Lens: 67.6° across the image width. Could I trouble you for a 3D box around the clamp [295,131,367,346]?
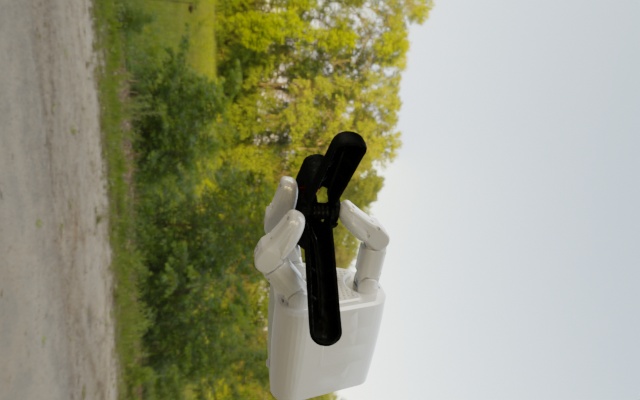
[{"bbox_3d":[0.001,0.001,0.430,0.036,0.165,0.210,5,21,-11],"label":"clamp"}]
